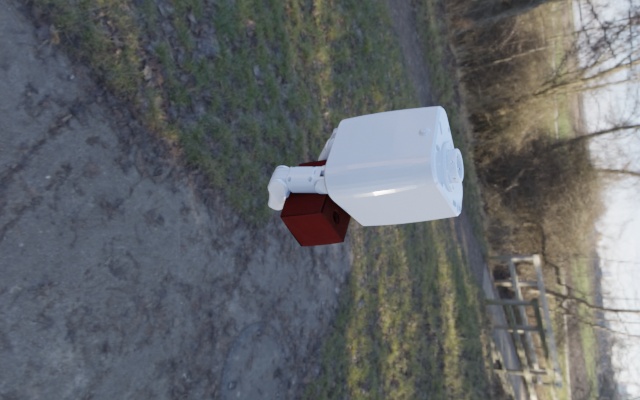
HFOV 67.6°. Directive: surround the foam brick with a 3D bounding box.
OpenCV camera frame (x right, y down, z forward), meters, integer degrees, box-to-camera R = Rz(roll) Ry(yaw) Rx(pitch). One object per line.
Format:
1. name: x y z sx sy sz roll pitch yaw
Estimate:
1. foam brick: 0.000 0.002 0.505 0.051 0.078 0.053 -5 -42 28
